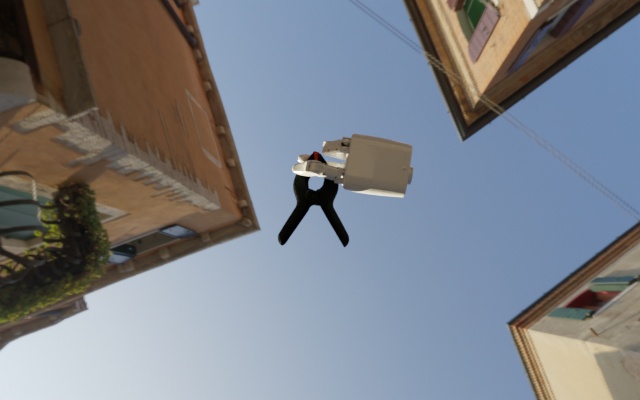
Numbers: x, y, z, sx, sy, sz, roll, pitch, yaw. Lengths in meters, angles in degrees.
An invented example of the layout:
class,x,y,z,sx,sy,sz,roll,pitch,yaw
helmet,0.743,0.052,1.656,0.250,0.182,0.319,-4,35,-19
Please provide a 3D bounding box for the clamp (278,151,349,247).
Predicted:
class,x,y,z,sx,sy,sz,roll,pitch,yaw
clamp,0.000,0.003,0.820,0.120,0.171,0.039,11,-10,3
